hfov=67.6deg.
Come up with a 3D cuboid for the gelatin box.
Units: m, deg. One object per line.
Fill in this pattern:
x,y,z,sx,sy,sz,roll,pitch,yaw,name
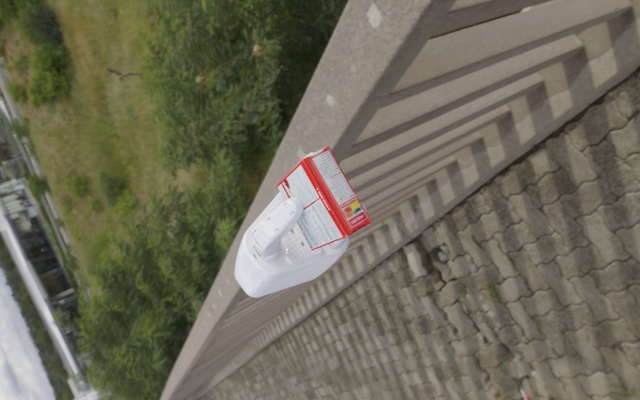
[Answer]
0.000,0.002,0.424,0.030,0.073,0.089,-29,-2,-23,gelatin box
